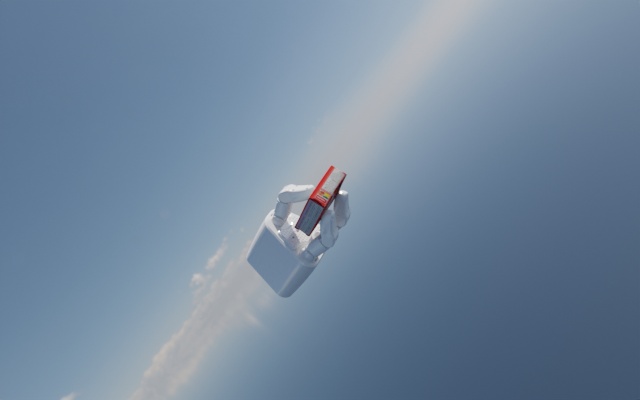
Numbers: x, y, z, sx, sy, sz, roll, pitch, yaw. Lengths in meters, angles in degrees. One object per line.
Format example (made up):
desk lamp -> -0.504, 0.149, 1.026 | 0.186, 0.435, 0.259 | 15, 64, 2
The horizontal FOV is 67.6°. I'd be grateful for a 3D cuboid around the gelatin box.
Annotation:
gelatin box -> 0.000, 0.002, 0.707 | 0.030, 0.073, 0.089 | 31, -37, 4
